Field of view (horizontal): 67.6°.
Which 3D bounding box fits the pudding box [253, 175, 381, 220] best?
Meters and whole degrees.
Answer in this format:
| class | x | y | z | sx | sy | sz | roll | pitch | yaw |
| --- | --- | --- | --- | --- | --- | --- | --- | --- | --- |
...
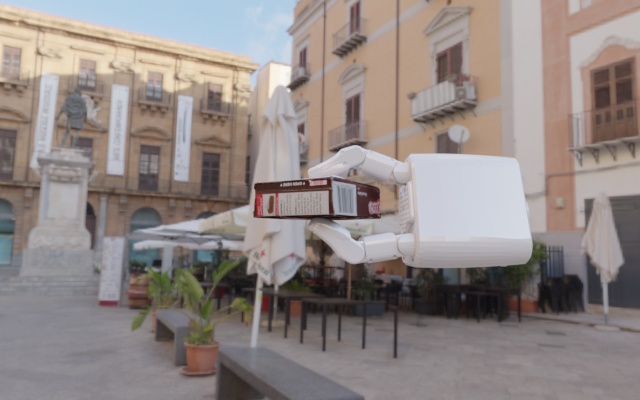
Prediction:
| class | x | y | z | sx | sy | sz | roll | pitch | yaw |
| --- | --- | --- | --- | --- | --- | --- | --- | --- | --- |
| pudding box | 0.000 | 0.001 | 0.486 | 0.090 | 0.039 | 0.113 | -4 | -7 | 29 |
